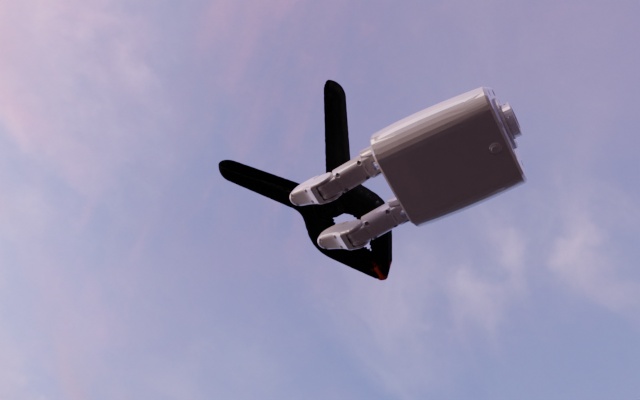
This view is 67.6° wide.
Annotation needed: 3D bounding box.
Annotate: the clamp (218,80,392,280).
[{"bbox_3d":[0.001,0.002,0.500,0.164,0.210,0.036,-23,19,29],"label":"clamp"}]
